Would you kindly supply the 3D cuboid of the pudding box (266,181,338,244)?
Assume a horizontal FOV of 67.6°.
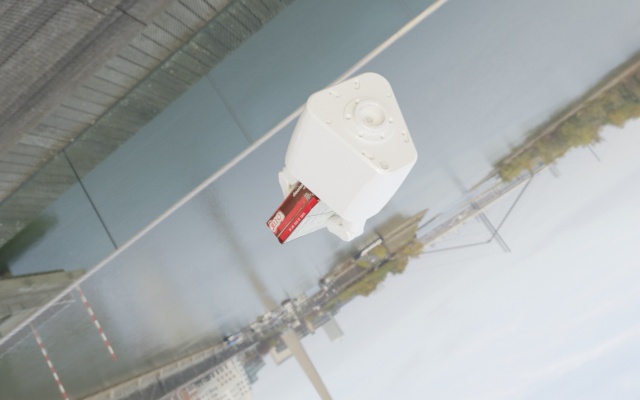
[{"bbox_3d":[0.000,0.002,0.579,0.113,0.039,0.090,-15,-26,-50],"label":"pudding box"}]
